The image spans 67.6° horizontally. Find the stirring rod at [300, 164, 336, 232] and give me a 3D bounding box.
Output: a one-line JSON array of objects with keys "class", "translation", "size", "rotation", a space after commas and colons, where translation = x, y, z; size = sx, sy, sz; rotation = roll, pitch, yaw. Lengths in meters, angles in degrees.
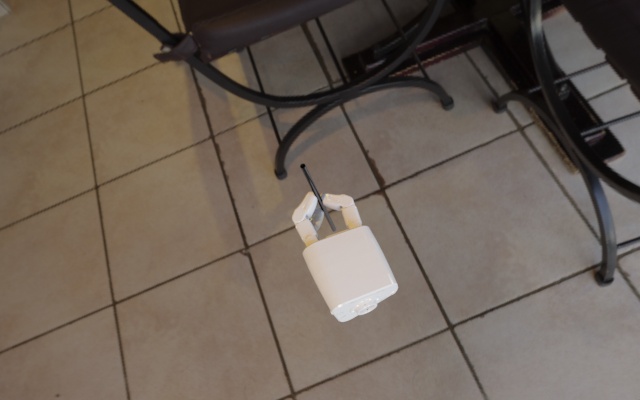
[{"class": "stirring rod", "translation": [0.000, 0.003, 0.784], "size": [0.011, 0.011, 0.240], "rotation": [0, -25, 13]}]
